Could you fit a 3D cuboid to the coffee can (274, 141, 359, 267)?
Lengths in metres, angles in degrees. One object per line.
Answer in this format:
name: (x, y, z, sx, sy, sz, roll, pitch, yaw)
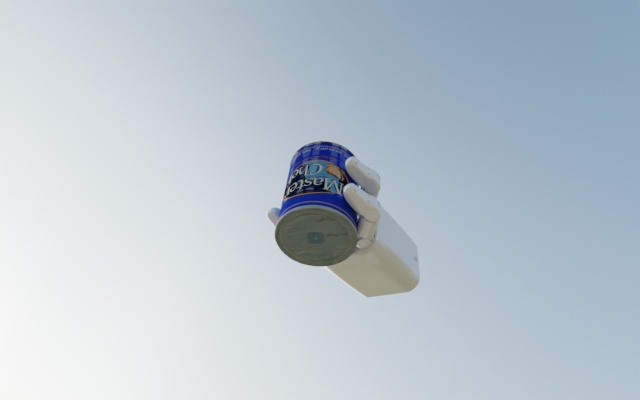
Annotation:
coffee can: (0.000, 0.002, 0.638, 0.103, 0.103, 0.140, 0, 41, 7)
